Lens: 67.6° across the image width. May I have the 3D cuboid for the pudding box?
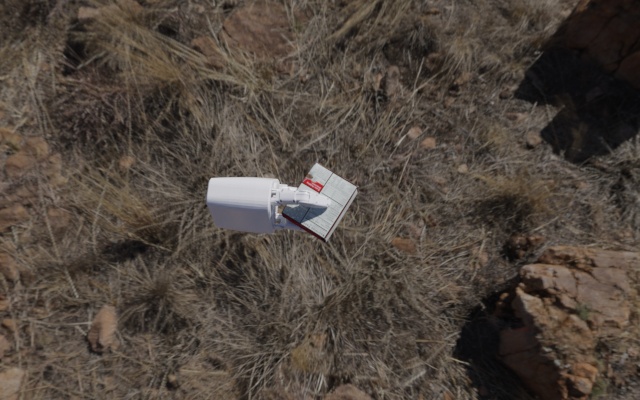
[{"bbox_3d":[0.000,0.003,0.822,0.090,0.113,0.039,32,-9,9],"label":"pudding box"}]
